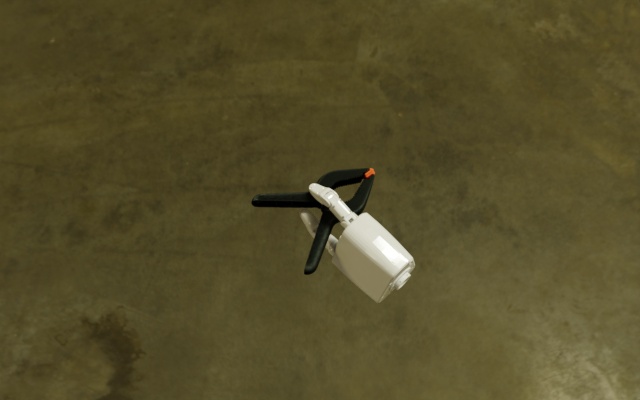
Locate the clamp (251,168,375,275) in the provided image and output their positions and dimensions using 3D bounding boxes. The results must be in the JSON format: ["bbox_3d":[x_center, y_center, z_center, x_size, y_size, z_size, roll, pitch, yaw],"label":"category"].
[{"bbox_3d":[0.001,0.002,0.804,0.210,0.164,0.036,-40,-19,-18],"label":"clamp"}]
